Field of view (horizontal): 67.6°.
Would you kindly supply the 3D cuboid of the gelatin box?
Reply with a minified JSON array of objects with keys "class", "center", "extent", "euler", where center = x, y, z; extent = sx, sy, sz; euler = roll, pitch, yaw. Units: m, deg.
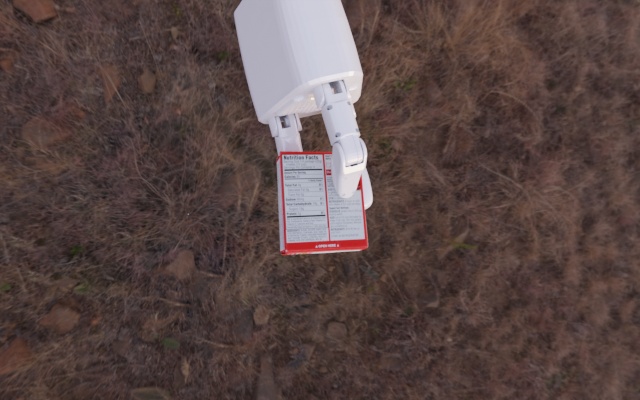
[{"class":"gelatin box","center":[0.000,0.002,0.420],"extent":[0.073,0.089,0.030],"euler":[-2,-10,-13]}]
